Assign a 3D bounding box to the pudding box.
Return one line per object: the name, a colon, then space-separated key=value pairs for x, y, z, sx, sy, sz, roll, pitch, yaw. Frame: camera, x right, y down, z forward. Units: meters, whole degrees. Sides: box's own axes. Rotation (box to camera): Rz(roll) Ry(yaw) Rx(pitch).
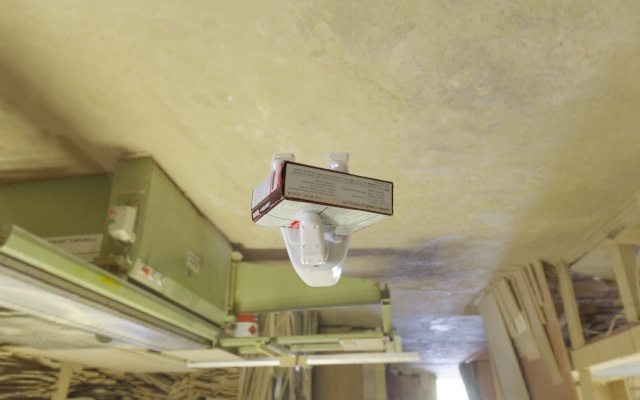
pudding box: x=0.000 y=0.002 z=0.457 sx=0.113 sy=0.039 sz=0.090 roll=8 pitch=-20 yaw=-24
